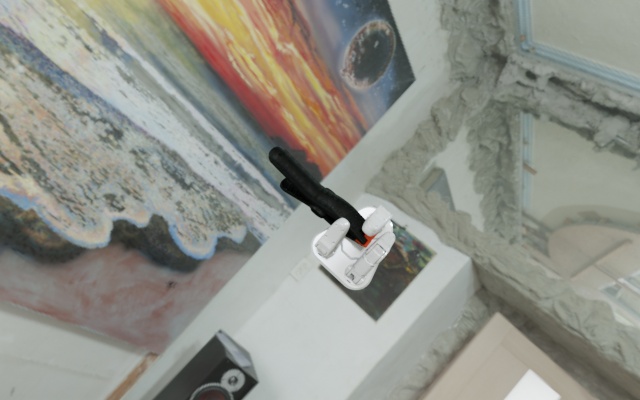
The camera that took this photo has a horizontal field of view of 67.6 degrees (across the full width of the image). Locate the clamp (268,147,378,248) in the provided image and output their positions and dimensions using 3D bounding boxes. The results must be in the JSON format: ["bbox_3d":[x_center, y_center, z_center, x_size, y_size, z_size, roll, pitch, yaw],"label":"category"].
[{"bbox_3d":[0.001,0.002,0.643,0.171,0.039,0.120,42,-6,6],"label":"clamp"}]
